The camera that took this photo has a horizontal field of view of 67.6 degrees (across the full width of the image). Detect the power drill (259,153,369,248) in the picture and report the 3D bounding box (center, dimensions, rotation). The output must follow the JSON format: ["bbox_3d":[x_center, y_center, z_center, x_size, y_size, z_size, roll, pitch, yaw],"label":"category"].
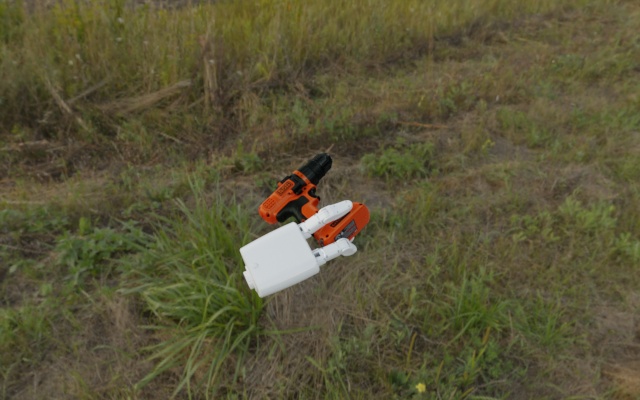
[{"bbox_3d":[0.000,0.003,0.897,0.187,0.184,0.057,33,-19,38],"label":"power drill"}]
